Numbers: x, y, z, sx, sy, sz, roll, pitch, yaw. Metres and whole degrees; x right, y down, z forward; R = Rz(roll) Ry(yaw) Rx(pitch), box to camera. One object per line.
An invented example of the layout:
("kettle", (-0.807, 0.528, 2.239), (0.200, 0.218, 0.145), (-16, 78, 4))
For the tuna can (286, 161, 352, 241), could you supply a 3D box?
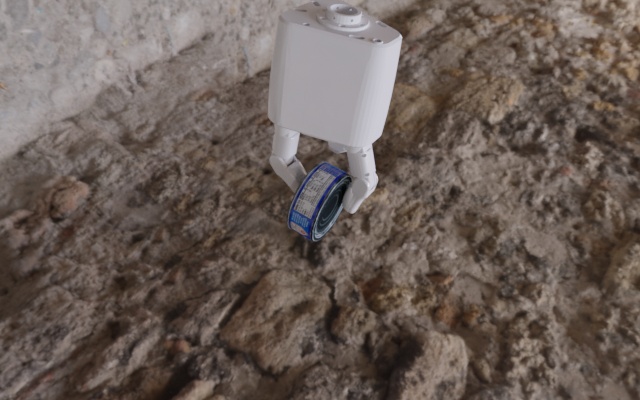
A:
("tuna can", (0.001, 0.002, 0.530), (0.033, 0.086, 0.086), (29, 9, 17))
